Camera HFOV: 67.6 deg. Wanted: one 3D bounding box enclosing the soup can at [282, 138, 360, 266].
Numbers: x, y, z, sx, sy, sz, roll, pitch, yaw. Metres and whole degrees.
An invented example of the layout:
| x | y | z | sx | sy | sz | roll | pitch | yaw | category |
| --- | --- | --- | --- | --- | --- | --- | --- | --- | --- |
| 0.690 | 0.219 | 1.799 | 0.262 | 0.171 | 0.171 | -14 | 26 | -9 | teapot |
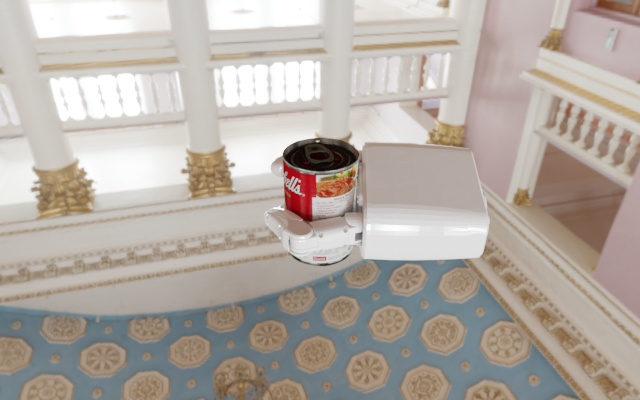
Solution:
| x | y | z | sx | sy | sz | roll | pitch | yaw | category |
| --- | --- | --- | --- | --- | --- | --- | --- | --- | --- |
| 0.000 | 0.002 | 0.446 | 0.068 | 0.102 | 0.068 | 0 | 32 | 0 | soup can |
